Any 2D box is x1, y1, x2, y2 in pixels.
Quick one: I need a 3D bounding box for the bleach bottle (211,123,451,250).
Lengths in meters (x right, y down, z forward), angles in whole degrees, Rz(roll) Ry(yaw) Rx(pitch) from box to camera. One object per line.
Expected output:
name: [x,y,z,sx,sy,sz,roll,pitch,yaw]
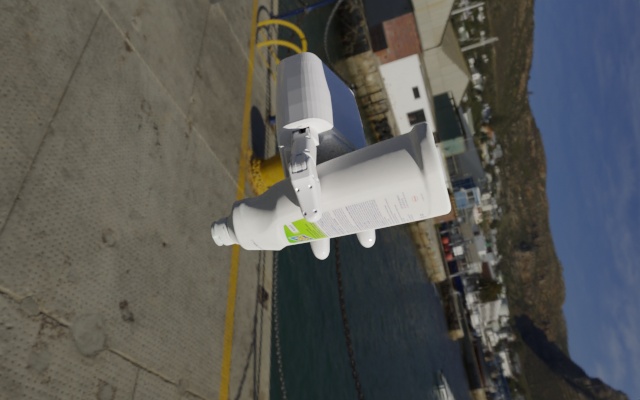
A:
bleach bottle: [0.000,0.002,0.495,0.251,0.068,0.103,-15,-34,14]
